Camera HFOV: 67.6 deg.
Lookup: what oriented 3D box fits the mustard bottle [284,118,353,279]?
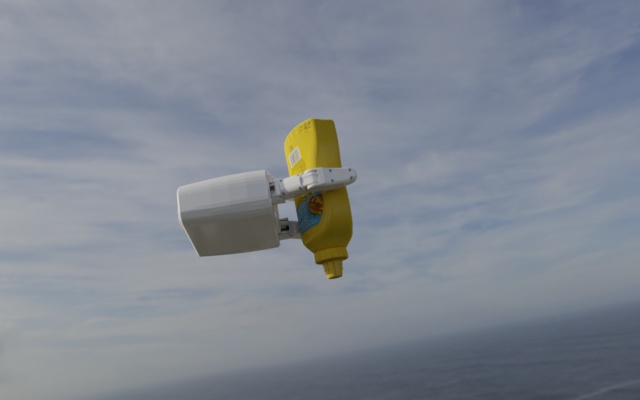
[{"bbox_3d":[0.000,0.002,0.595,0.058,0.191,0.096,-1,-19,-28],"label":"mustard bottle"}]
